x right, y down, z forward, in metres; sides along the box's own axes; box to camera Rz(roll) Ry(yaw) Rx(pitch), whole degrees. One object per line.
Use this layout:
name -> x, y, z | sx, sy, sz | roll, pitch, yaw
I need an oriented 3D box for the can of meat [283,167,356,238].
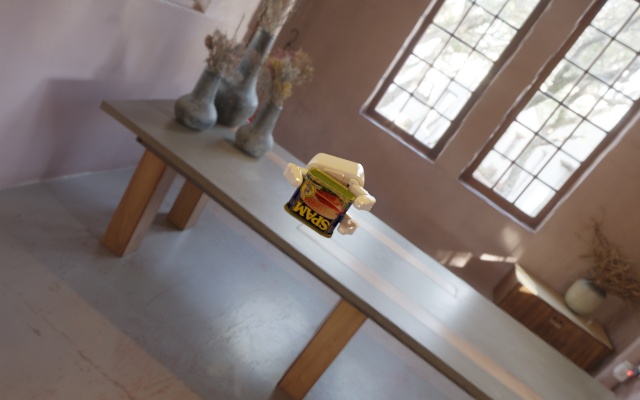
can of meat -> 0.000, 0.002, 0.844 | 0.102, 0.084, 0.057 | 34, 19, 0
